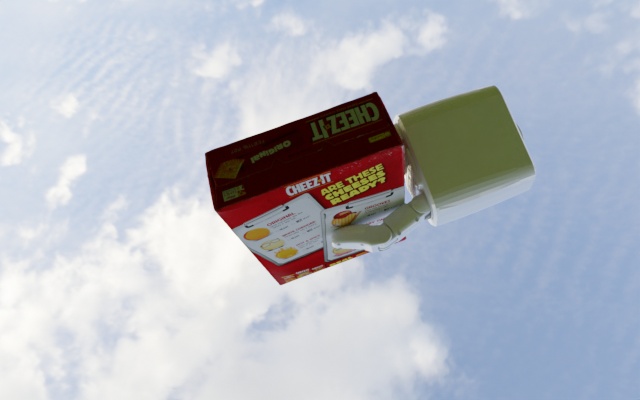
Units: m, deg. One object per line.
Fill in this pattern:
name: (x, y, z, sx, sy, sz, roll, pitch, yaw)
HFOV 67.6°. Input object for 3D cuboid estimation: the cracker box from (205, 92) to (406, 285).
cracker box: (0.000, 0.002, 0.490, 0.164, 0.072, 0.214, -20, -28, 1)
